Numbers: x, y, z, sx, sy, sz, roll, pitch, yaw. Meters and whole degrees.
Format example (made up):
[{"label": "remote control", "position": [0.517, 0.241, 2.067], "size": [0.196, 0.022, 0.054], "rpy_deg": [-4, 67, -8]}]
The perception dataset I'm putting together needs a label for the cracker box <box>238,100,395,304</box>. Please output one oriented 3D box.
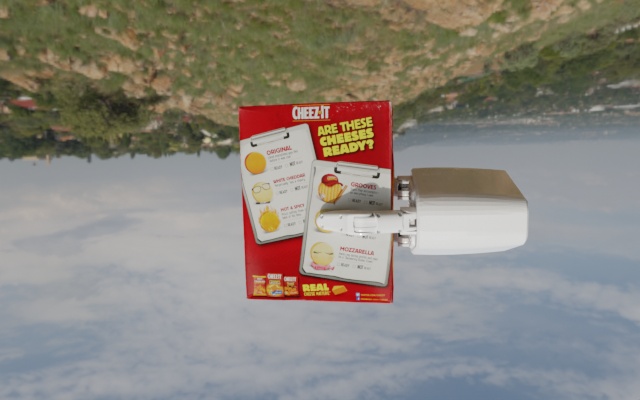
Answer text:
[{"label": "cracker box", "position": [0.000, 0.002, 0.535], "size": [0.164, 0.214, 0.072], "rpy_deg": [0, 7, 9]}]
